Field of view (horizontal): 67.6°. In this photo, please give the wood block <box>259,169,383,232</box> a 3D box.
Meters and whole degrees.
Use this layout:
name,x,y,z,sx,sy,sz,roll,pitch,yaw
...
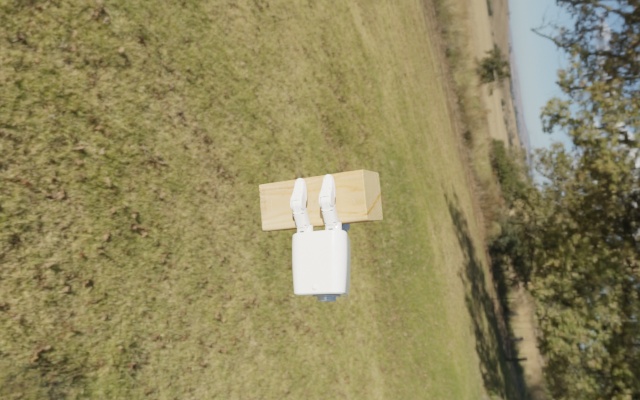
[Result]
name,x,y,z,sx,sy,sz,roll,pitch,yaw
wood block,0.000,0.003,0.882,0.206,0.090,0.091,-7,-4,24
